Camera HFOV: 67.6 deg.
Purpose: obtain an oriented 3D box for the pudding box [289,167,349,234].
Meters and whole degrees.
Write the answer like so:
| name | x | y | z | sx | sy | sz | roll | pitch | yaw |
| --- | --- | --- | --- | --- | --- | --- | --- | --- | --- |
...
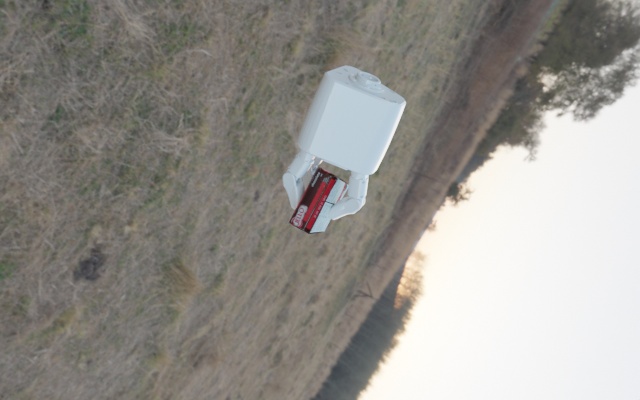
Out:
| name | x | y | z | sx | sy | sz | roll | pitch | yaw |
| --- | --- | --- | --- | --- | --- | --- | --- | --- | --- |
| pudding box | 0.000 | 0.002 | 0.706 | 0.039 | 0.090 | 0.113 | 29 | 3 | 13 |
